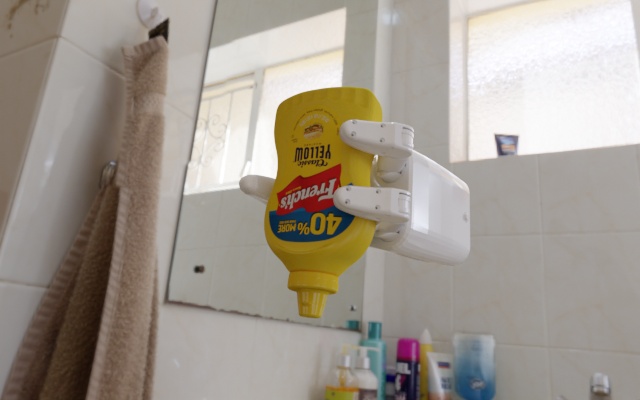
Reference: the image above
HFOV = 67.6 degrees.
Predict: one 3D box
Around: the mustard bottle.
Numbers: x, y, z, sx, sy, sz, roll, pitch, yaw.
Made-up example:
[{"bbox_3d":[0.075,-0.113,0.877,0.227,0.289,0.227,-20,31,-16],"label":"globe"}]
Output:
[{"bbox_3d":[0.000,0.001,0.405,0.096,0.191,0.058,-3,-19,23],"label":"mustard bottle"}]
